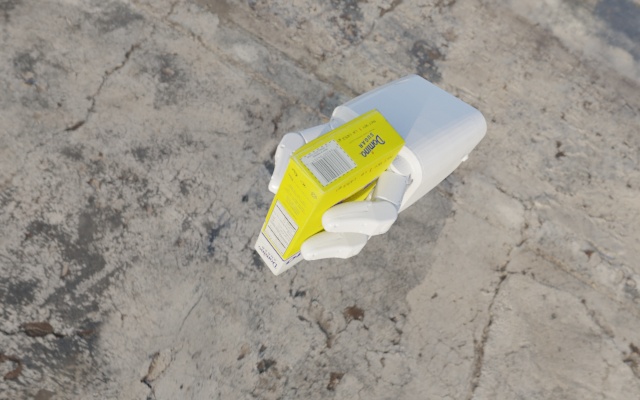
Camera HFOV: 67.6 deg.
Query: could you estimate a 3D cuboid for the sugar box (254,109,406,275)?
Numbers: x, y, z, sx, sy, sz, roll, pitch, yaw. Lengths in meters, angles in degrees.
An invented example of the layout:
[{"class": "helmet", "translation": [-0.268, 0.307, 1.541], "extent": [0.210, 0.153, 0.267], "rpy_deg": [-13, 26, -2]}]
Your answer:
[{"class": "sugar box", "translation": [0.001, 0.002, 0.432], "extent": [0.093, 0.048, 0.176], "rpy_deg": [-31, -18, -28]}]
